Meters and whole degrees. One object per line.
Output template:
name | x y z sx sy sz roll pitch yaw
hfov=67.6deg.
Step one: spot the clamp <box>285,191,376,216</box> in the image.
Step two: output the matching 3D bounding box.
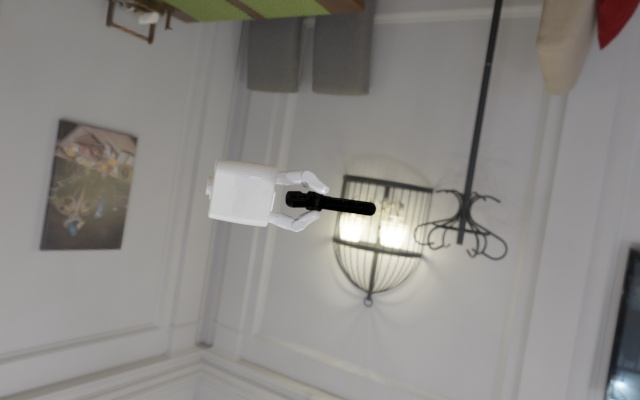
clamp | 0.000 0.004 0.895 0.164 0.036 0.210 8 1 -14
